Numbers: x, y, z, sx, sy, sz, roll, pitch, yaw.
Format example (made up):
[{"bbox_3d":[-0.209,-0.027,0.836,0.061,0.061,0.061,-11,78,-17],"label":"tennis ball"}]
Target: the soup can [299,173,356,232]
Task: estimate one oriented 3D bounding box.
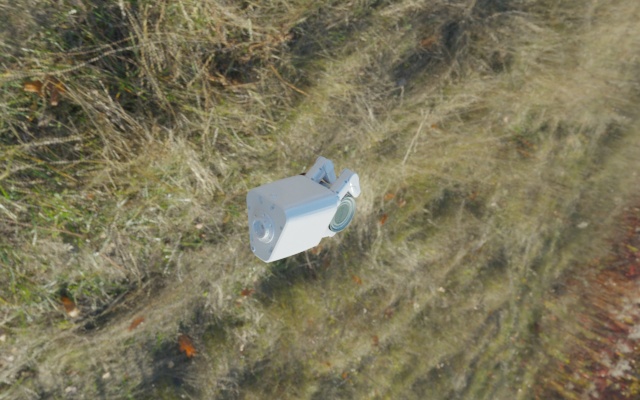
[{"bbox_3d":[0.001,0.003,0.805,0.102,0.068,0.068,29,17,34],"label":"soup can"}]
